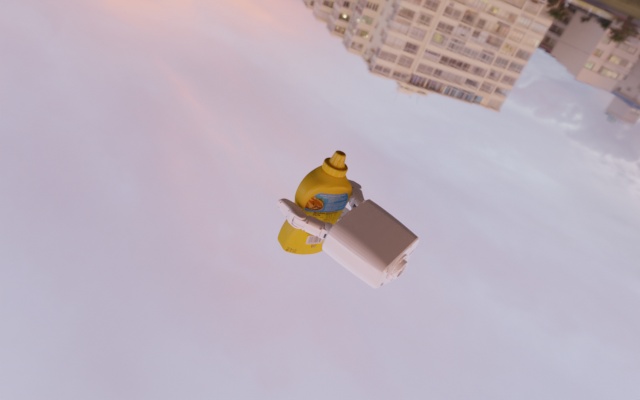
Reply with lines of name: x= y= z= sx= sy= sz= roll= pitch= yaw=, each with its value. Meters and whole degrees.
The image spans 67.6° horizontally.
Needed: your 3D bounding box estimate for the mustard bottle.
mustard bottle: x=0.000 y=0.003 z=0.788 sx=0.096 sy=0.192 sz=0.058 roll=0 pitch=38 yaw=-33
